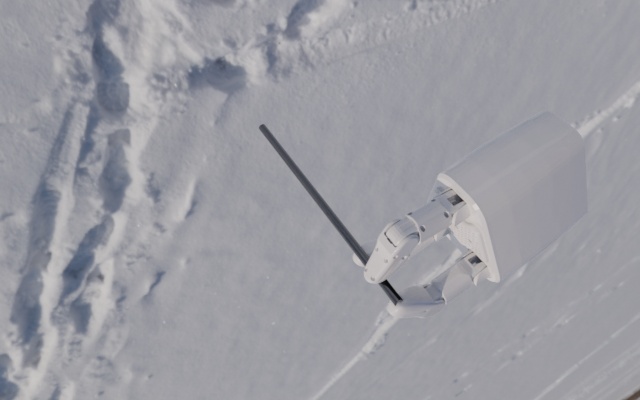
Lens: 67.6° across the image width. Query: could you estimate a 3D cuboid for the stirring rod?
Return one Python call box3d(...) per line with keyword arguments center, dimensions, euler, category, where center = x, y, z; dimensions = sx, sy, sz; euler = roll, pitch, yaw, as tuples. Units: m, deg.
box3d(center=(0.000, 0.001, 0.444), dimensions=(0.011, 0.011, 0.239), euler=(0, 41, -44), category="stirring rod")
